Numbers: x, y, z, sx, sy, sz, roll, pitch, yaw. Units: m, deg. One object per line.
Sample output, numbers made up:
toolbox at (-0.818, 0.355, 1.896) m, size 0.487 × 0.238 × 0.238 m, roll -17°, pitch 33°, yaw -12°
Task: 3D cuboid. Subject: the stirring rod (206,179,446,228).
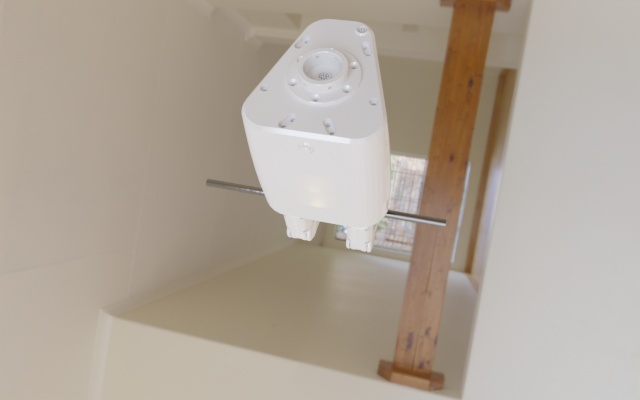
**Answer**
stirring rod at (0.000, 0.001, 0.467) m, size 0.239 × 0.011 × 0.011 m, roll 10°, pitch 2°, yaw 12°
